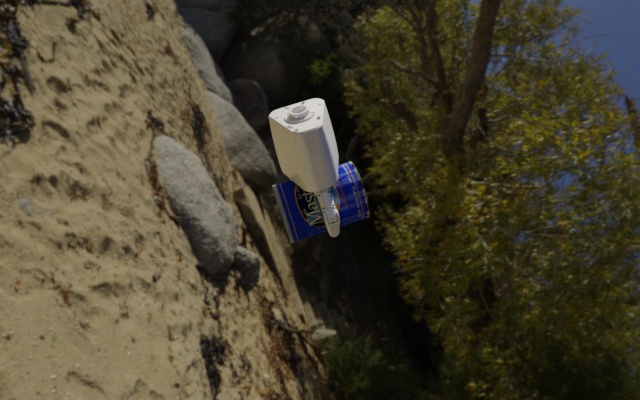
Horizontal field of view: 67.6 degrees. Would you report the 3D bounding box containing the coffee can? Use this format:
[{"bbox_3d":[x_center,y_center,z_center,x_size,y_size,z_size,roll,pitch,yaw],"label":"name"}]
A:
[{"bbox_3d":[0.000,0.003,0.810,0.140,0.103,0.103,-18,1,-5],"label":"coffee can"}]
